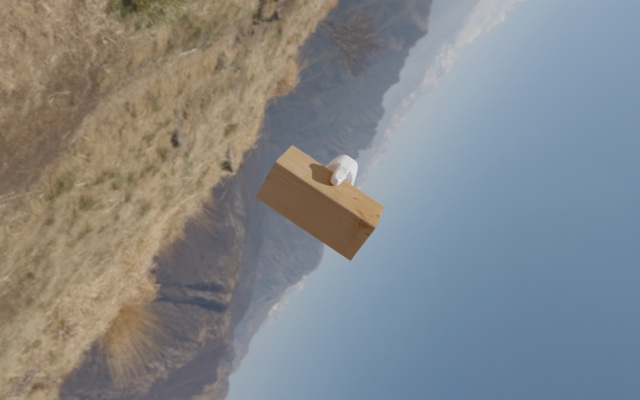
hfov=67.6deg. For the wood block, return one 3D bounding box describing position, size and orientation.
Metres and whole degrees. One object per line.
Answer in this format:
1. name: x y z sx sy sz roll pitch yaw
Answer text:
1. wood block: 0.001 0.003 0.869 0.206 0.091 0.090 33 31 0
